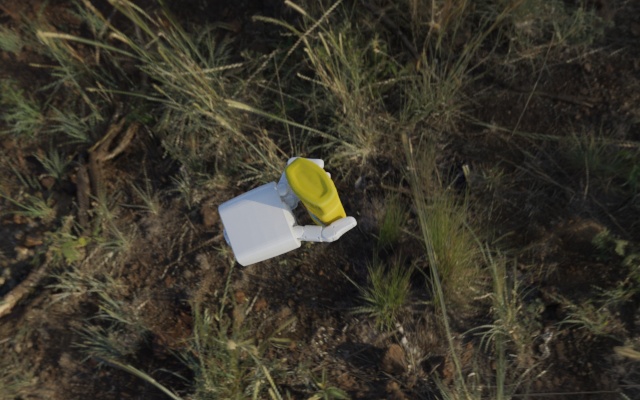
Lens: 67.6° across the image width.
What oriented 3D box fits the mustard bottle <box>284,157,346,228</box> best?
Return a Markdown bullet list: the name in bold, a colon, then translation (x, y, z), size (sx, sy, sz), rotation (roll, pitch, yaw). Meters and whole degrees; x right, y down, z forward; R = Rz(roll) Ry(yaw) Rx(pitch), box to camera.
- **mustard bottle**: translation (0.000, 0.002, 0.813), size (0.096, 0.058, 0.192), rotation (43, -7, 22)
